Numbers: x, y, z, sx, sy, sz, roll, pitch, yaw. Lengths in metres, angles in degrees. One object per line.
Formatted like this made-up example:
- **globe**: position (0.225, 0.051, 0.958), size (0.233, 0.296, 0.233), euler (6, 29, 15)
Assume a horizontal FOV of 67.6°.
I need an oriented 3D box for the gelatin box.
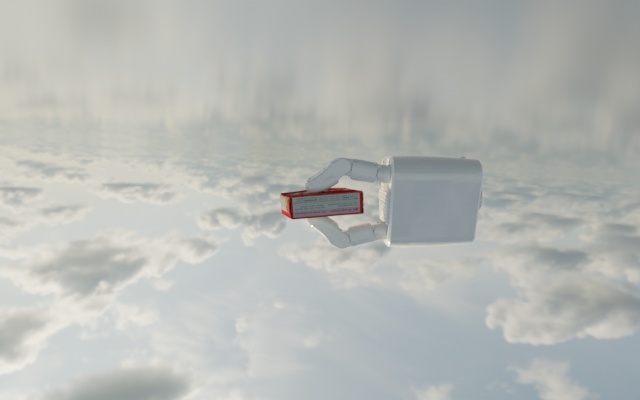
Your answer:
- **gelatin box**: position (0.000, 0.002, 0.581), size (0.089, 0.030, 0.073), euler (-5, 6, -13)
